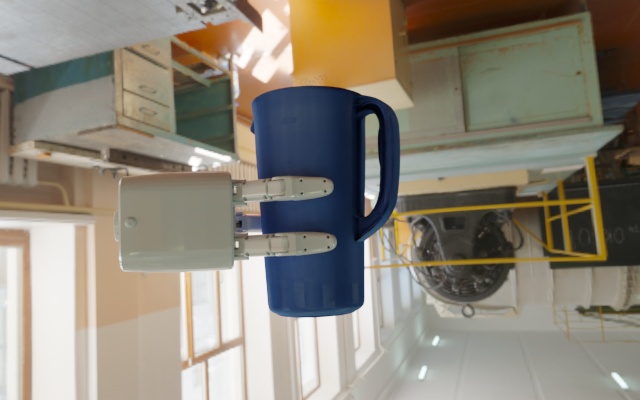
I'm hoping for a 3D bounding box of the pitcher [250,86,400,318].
[{"bbox_3d":[0.000,0.002,0.534,0.145,0.243,0.149,-1,-5,-15],"label":"pitcher"}]
